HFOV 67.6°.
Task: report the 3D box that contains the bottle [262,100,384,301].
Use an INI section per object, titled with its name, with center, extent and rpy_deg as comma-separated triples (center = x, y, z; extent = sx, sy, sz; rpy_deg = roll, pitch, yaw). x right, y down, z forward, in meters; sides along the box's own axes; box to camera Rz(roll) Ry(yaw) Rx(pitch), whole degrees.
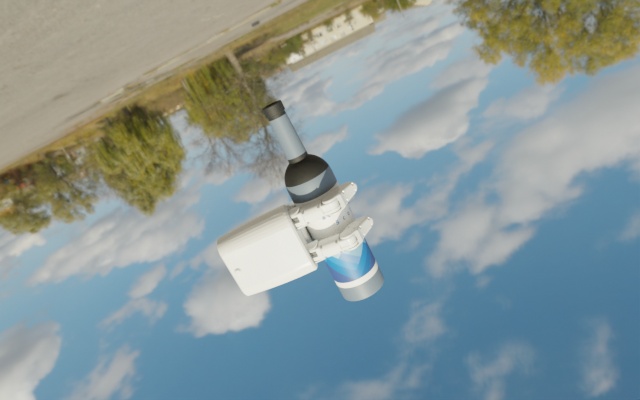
[bottle]
center = 0.000, 0.002, 0.655
extent = 0.069, 0.296, 0.069
rpy_deg = -24, 19, 9
